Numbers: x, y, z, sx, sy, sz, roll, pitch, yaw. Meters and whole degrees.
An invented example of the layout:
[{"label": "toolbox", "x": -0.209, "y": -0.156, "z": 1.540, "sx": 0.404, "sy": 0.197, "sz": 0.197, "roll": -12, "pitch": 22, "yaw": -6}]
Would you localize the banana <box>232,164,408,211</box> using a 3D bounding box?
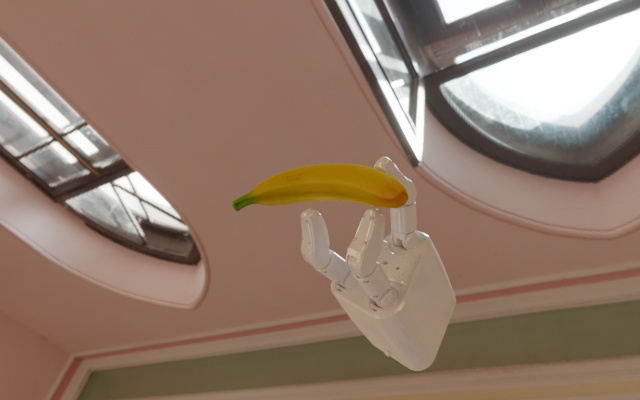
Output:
[{"label": "banana", "x": 0.004, "y": -0.010, "z": 0.484, "sx": 0.198, "sy": 0.037, "sz": 0.069, "roll": -4, "pitch": 38, "yaw": 33}]
